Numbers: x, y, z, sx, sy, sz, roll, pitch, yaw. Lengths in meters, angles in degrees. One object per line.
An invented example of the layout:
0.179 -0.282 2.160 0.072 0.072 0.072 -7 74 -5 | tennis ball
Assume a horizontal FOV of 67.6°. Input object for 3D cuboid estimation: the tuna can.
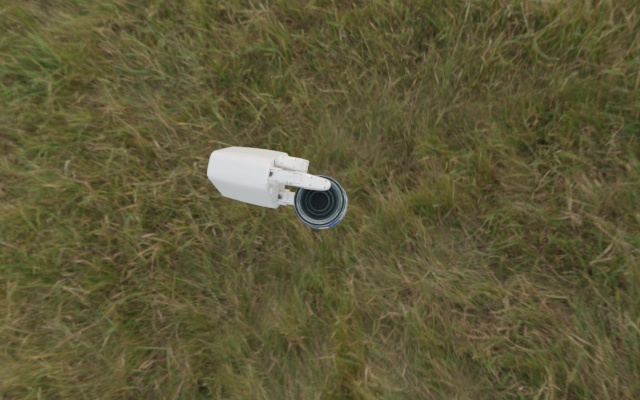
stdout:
0.000 0.002 0.769 0.086 0.086 0.034 0 -7 8 | tuna can
